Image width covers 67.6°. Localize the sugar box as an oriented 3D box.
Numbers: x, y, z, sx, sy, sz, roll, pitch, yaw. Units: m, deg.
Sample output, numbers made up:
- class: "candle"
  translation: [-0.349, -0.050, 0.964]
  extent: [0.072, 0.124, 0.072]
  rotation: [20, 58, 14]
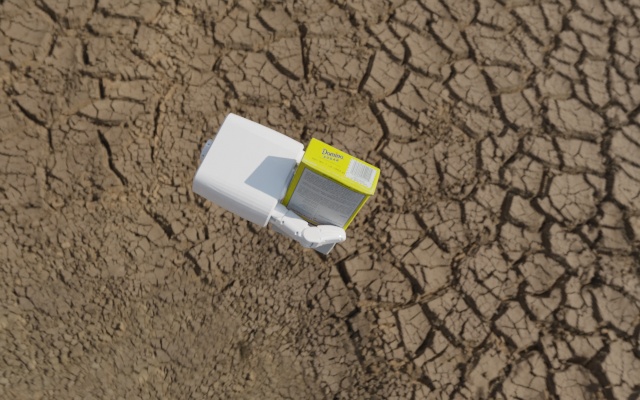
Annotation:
- class: "sugar box"
  translation: [0.000, 0.002, 0.624]
  extent: [0.093, 0.048, 0.176]
  rotation: [26, -32, -4]
